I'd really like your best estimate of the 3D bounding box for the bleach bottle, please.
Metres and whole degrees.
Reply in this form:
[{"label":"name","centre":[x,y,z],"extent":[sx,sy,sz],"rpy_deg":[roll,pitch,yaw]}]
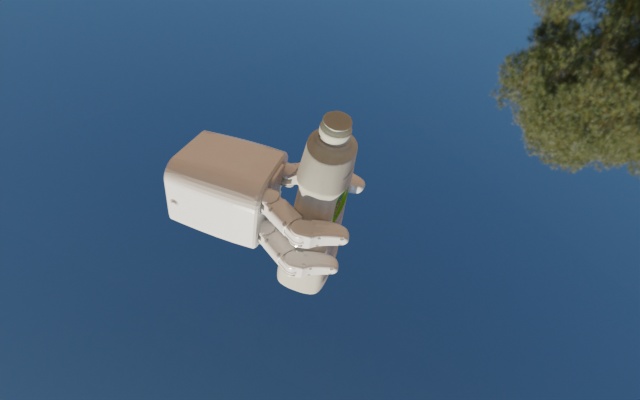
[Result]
[{"label":"bleach bottle","centre":[0.000,0.002,0.538],"extent":[0.068,0.102,0.251],"rpy_deg":[18,-41,5]}]
